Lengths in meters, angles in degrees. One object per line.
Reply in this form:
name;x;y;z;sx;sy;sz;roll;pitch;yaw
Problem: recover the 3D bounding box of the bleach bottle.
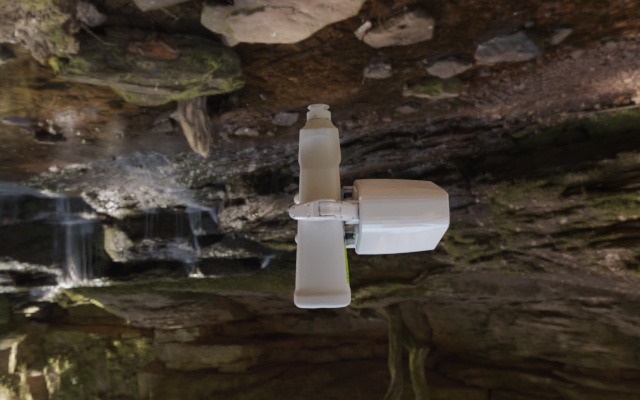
bleach bottle;0.000;0.002;0.600;0.068;0.251;0.102;-1;-6;1
